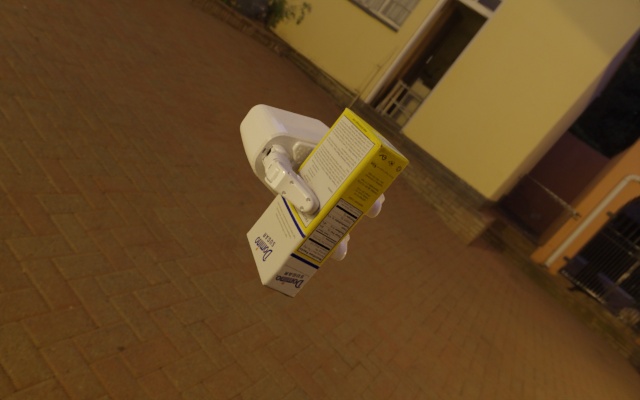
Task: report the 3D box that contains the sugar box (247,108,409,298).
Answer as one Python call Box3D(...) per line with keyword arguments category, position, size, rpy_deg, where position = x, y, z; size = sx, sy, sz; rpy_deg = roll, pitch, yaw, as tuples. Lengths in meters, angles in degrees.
Box3D(category="sugar box", position=(0.001, 0.002, 0.478), size=(0.048, 0.176, 0.093), rpy_deg=(29, 17, -31))
